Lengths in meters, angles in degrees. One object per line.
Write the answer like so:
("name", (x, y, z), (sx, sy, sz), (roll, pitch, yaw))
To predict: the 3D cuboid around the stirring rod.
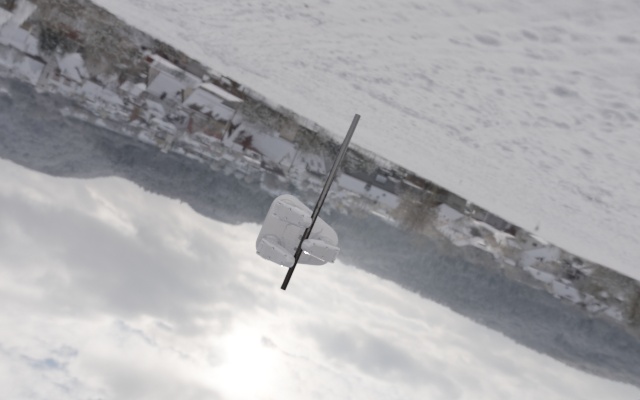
("stirring rod", (0.000, 0.002, 0.604), (0.011, 0.239, 0.011), (23, 0, 0))
